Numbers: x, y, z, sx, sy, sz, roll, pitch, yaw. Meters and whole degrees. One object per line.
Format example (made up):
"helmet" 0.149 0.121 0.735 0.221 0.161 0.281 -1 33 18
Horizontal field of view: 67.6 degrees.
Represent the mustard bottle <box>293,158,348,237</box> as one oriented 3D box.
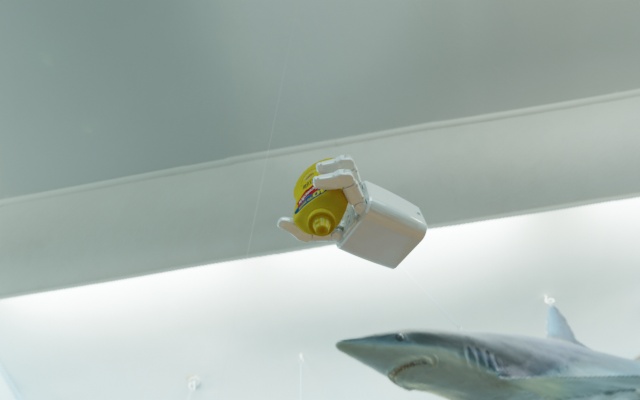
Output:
"mustard bottle" 0.000 0.002 0.750 0.096 0.058 0.191 -36 22 14
